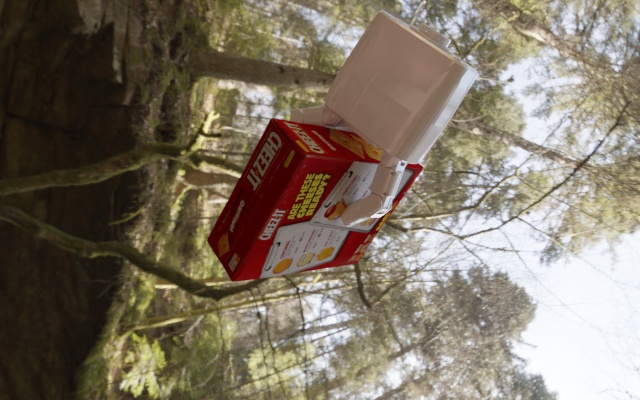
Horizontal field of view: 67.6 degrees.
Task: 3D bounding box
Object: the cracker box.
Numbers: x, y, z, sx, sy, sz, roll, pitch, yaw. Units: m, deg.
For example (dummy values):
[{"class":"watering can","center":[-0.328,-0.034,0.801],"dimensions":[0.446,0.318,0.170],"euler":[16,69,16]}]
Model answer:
[{"class":"cracker box","center":[0.000,0.002,0.547],"dimensions":[0.214,0.164,0.072],"euler":[1,39,-49]}]
